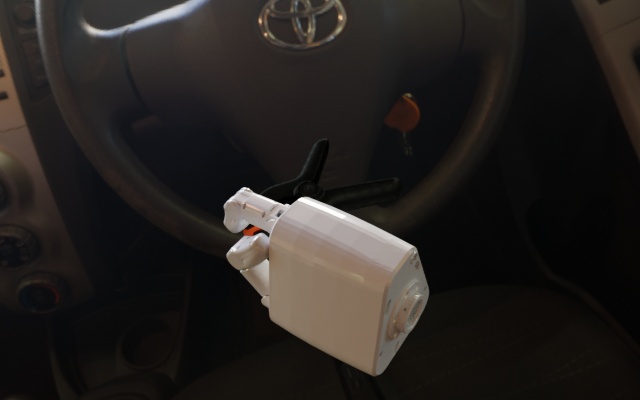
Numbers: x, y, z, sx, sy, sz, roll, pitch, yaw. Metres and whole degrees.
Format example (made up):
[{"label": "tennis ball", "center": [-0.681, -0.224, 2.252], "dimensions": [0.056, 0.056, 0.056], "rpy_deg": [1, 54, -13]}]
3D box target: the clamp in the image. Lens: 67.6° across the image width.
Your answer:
[{"label": "clamp", "center": [0.000, 0.001, 0.485], "dimensions": [0.120, 0.039, 0.171], "rpy_deg": [21, 50, 31]}]
